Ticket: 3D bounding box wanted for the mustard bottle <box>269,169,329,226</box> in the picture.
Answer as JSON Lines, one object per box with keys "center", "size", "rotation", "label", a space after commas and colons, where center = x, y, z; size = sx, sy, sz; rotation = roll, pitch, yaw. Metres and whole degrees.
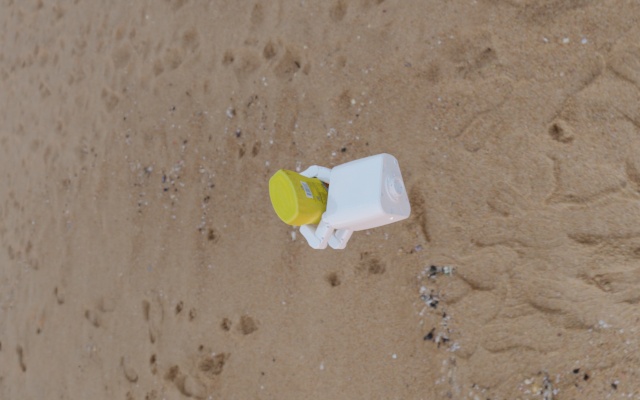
{"center": [0.000, 0.003, 0.849], "size": [0.191, 0.096, 0.058], "rotation": [9, -43, -48], "label": "mustard bottle"}
